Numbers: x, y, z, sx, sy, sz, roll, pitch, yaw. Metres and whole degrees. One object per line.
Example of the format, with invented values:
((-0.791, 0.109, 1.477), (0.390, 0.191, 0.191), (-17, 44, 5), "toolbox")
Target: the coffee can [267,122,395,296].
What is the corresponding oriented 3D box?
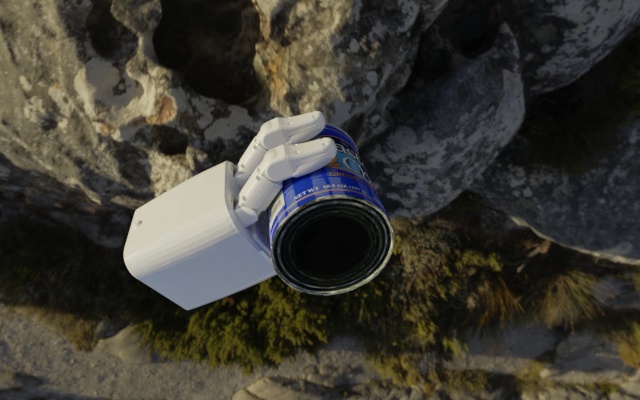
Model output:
((0.000, 0.001, 0.442), (0.103, 0.103, 0.140), (0, 33, -11), "coffee can")
